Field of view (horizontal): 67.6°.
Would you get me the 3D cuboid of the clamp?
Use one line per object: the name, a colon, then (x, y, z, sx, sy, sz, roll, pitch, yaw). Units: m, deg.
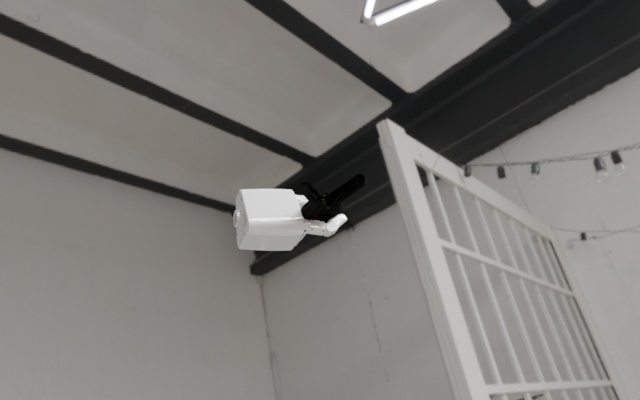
clamp: (0.000, 0.002, 0.875, 0.120, 0.039, 0.171, 2, -32, -23)
